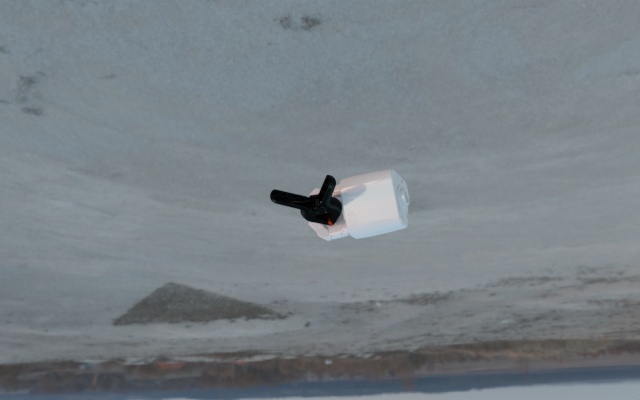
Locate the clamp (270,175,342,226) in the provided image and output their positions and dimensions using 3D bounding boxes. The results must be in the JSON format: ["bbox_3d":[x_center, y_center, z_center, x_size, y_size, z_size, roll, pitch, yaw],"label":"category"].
[{"bbox_3d":[0.000,0.004,0.879,0.120,0.039,0.171,-13,-24,26],"label":"clamp"}]
